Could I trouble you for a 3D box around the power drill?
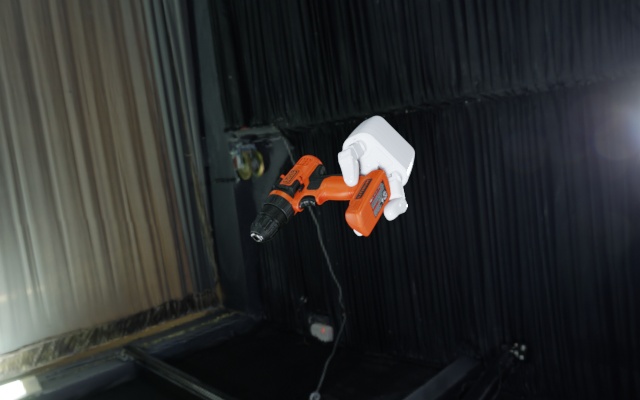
[{"bbox_3d":[0.001,0.002,0.741,0.187,0.184,0.057,9,-40,34],"label":"power drill"}]
